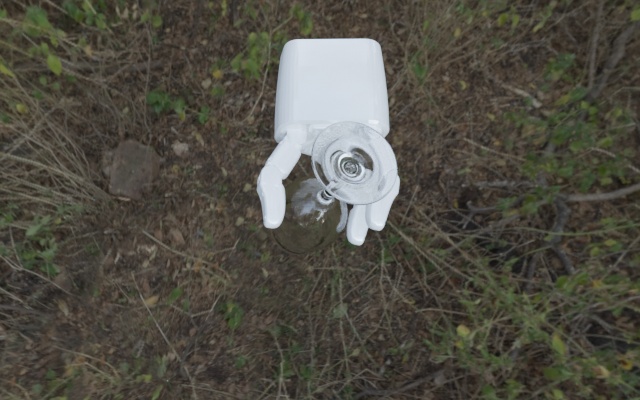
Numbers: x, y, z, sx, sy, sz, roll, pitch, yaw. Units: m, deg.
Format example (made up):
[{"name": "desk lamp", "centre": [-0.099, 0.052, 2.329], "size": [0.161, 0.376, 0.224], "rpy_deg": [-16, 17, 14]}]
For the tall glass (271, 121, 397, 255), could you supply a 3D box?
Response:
[{"name": "tall glass", "centre": [0.000, 0.001, 0.475], "size": [0.079, 0.079, 0.201], "rpy_deg": [0, -20, -18]}]
